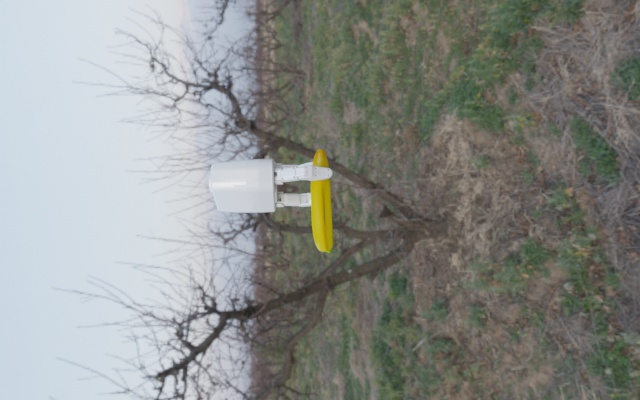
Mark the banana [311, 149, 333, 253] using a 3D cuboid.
[{"bbox_3d":[0.001,0.011,0.852,0.037,0.198,0.069,-3,14,-2],"label":"banana"}]
